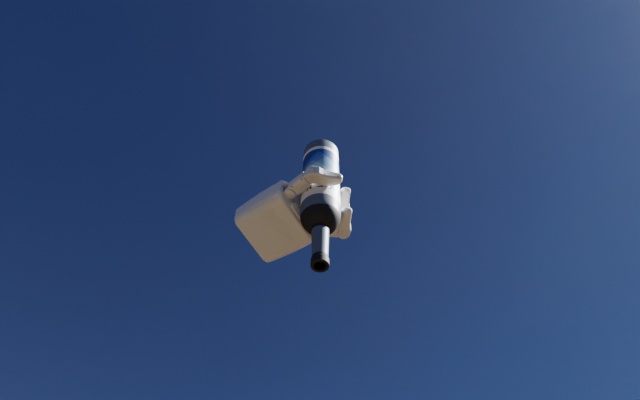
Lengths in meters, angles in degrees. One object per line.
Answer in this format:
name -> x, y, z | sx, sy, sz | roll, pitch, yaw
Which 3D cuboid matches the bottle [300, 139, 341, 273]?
bottle -> 0.000, 0.002, 0.798 | 0.069, 0.069, 0.295 | 0, 39, 0
